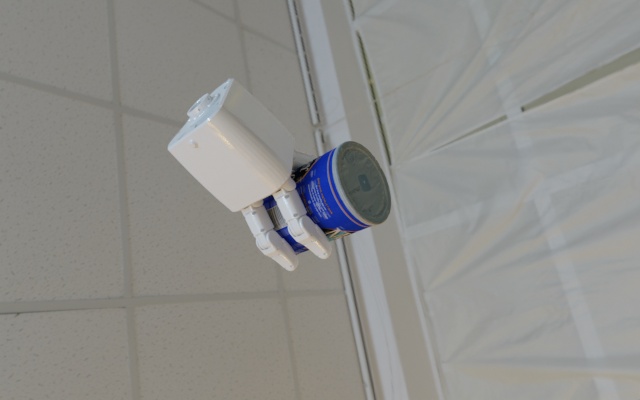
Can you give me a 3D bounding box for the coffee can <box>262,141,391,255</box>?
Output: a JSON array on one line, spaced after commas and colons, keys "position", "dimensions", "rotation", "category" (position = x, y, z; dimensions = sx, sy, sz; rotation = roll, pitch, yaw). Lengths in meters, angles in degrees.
[{"position": [0.000, 0.002, 0.587], "dimensions": [0.140, 0.102, 0.103], "rotation": [-25, -15, 36], "category": "coffee can"}]
